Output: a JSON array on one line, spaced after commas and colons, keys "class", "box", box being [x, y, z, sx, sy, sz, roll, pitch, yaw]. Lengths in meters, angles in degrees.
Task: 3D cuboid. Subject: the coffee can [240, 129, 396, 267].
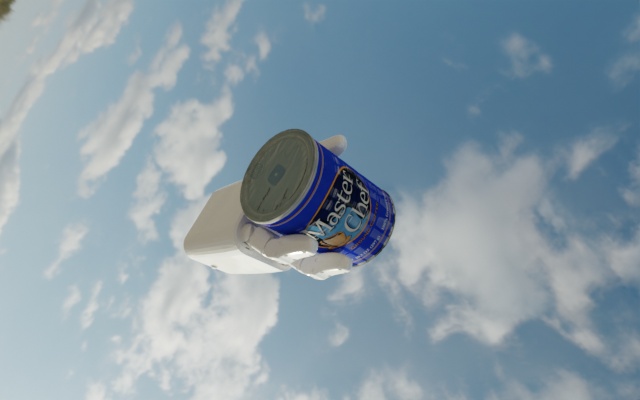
[{"class": "coffee can", "box": [0.000, 0.002, 0.514, 0.103, 0.102, 0.140, 0, -24, 45]}]
